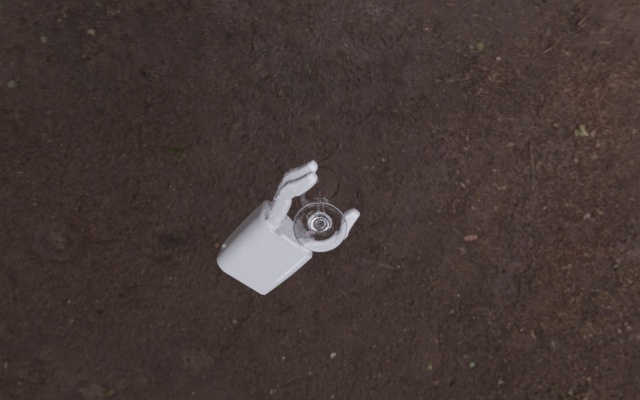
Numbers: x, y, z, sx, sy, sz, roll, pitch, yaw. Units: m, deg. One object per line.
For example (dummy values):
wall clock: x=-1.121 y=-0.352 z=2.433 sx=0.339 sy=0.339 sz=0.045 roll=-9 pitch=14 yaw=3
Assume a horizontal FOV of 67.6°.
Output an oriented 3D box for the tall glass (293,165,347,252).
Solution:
tall glass: x=0.000 y=0.003 z=0.740 sx=0.079 sy=0.079 sz=0.201 roll=0 pitch=21 yaw=1
